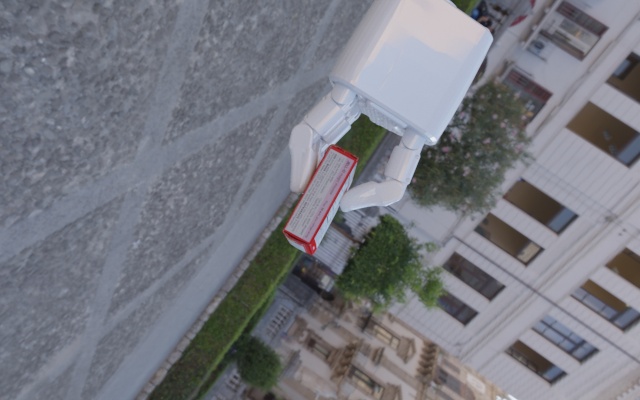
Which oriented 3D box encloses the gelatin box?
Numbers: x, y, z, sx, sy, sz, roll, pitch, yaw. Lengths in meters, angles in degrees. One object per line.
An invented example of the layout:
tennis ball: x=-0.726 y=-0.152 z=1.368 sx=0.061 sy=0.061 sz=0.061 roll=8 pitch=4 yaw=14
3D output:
gelatin box: x=0.000 y=0.002 z=0.433 sx=0.030 sy=0.089 sz=0.073 roll=27 pitch=-10 yaw=6
